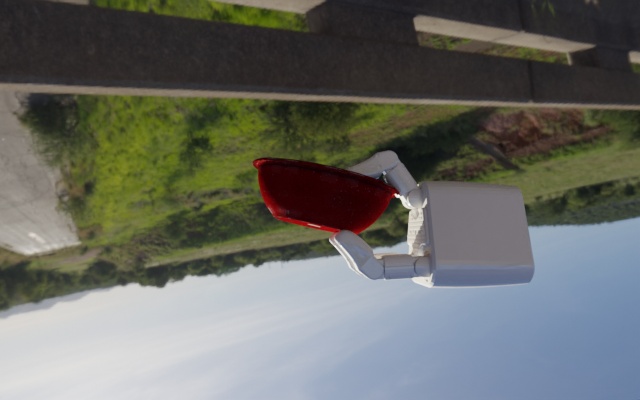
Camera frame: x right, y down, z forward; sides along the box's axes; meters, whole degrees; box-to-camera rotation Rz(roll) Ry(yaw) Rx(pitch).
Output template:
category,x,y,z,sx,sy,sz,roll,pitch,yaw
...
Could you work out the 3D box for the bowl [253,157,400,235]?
category,x,y,z,sx,sy,sz,roll,pitch,yaw
bowl,-0.001,0.002,0.516,0.162,0.055,0.162,12,-6,1
